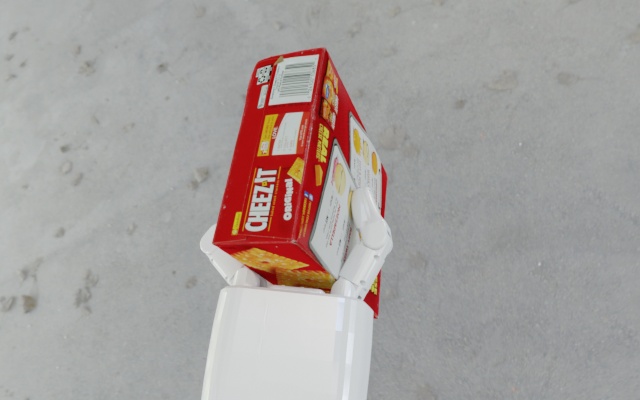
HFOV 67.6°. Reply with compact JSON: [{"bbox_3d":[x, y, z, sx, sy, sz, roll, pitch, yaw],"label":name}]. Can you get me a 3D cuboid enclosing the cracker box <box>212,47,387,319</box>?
[{"bbox_3d":[0.000,0.001,0.429,0.072,0.164,0.214,-2,-26,21],"label":"cracker box"}]
